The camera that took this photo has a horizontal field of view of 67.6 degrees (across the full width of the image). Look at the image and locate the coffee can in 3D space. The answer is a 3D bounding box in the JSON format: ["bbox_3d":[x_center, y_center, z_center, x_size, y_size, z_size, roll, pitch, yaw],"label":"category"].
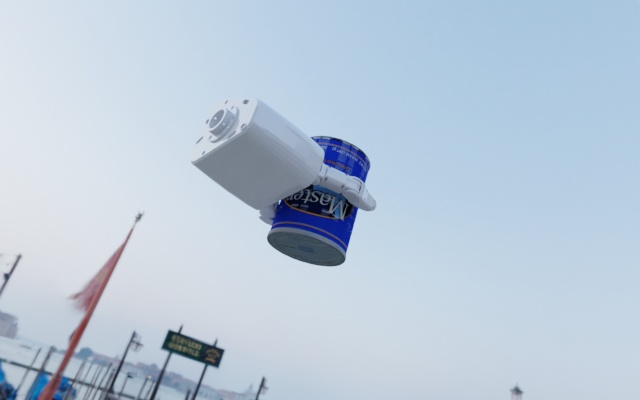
[{"bbox_3d":[0.000,0.002,0.625,0.103,0.140,0.103,14,-25,7],"label":"coffee can"}]
